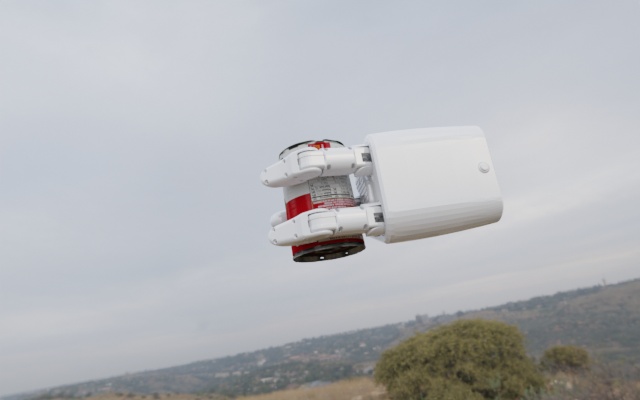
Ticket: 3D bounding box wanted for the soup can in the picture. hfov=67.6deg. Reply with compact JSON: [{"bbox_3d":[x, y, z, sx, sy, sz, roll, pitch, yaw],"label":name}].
[{"bbox_3d":[0.000,0.001,0.450,0.068,0.102,0.068,-9,-15,-2],"label":"soup can"}]
